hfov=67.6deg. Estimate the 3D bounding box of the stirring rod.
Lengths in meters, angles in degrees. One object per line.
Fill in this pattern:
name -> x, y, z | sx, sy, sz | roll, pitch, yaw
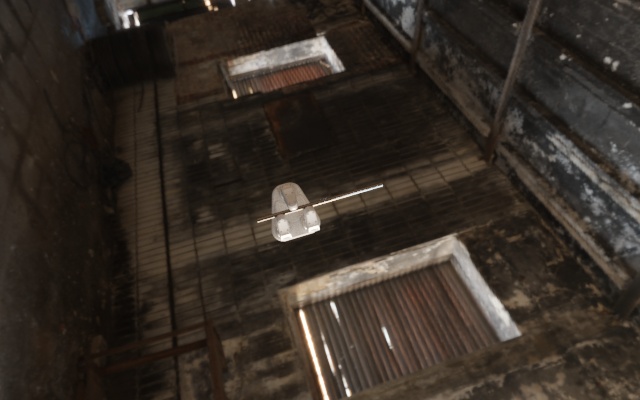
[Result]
stirring rod -> 0.000, 0.003, 0.880 | 0.239, 0.011, 0.011 | -16, 2, -6
